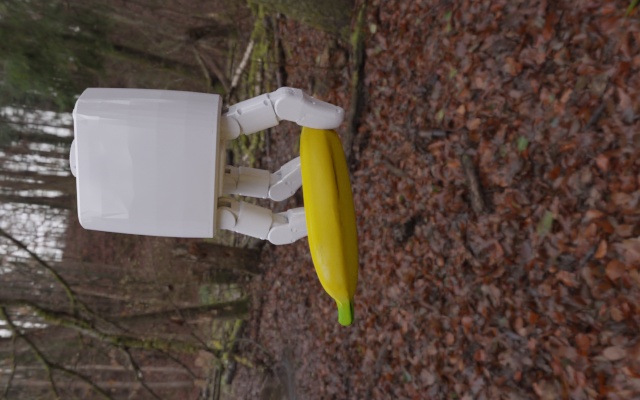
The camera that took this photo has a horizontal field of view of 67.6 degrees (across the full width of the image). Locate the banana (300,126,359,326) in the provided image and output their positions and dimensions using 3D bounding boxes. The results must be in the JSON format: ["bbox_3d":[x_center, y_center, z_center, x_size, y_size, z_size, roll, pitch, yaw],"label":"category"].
[{"bbox_3d":[0.003,-0.005,0.384,0.037,0.197,0.070,-1,-31,-9],"label":"banana"}]
